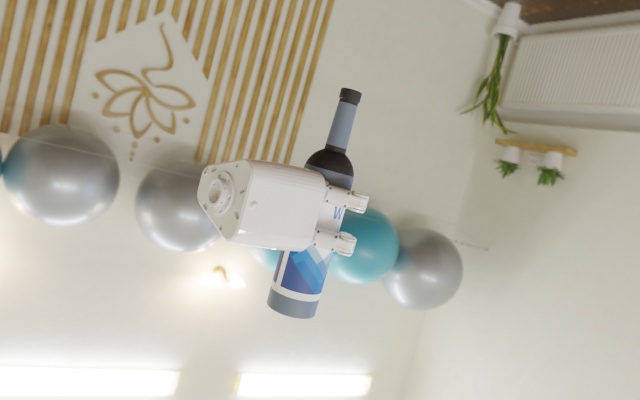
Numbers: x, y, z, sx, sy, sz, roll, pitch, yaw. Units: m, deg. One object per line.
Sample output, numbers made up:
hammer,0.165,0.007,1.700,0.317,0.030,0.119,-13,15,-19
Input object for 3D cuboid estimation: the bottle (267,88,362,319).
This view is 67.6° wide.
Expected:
bottle,0.000,0.002,0.618,0.069,0.296,0.069,16,6,-2
